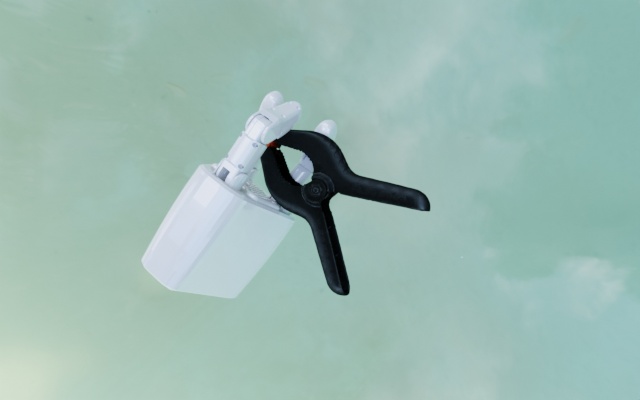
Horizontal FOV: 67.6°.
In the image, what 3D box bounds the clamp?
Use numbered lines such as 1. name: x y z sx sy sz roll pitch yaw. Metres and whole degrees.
1. clamp: 0.000 0.001 0.441 0.171 0.120 0.039 37 7 17
